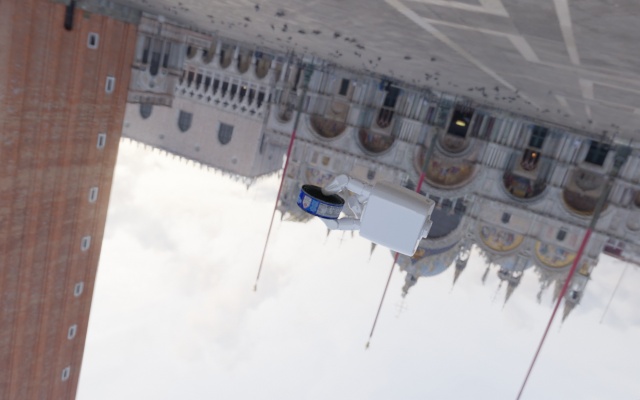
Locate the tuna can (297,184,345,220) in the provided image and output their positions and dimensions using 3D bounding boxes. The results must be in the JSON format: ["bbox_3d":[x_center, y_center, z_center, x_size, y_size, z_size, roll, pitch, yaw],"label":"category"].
[{"bbox_3d":[0.000,0.003,0.885,0.086,0.034,0.086,19,16,-6],"label":"tuna can"}]
